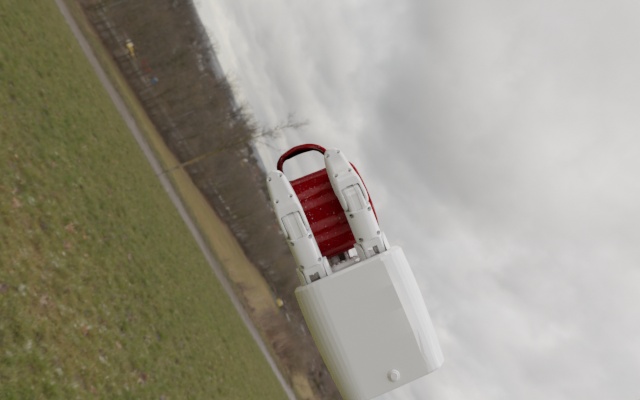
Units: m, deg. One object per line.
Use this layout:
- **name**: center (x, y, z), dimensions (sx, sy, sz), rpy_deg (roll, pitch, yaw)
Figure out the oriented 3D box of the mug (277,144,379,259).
- **mug**: center (0.000, 0.000, 0.458), dimensions (0.081, 0.117, 0.093), rpy_deg (-22, -3, -4)
